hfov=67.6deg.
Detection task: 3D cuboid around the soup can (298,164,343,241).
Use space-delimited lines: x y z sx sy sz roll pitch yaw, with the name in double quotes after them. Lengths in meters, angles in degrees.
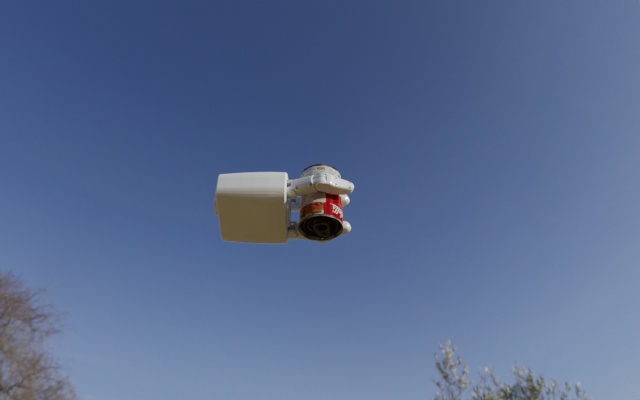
0.001 0.002 0.747 0.068 0.102 0.069 0 -37 0 "soup can"
